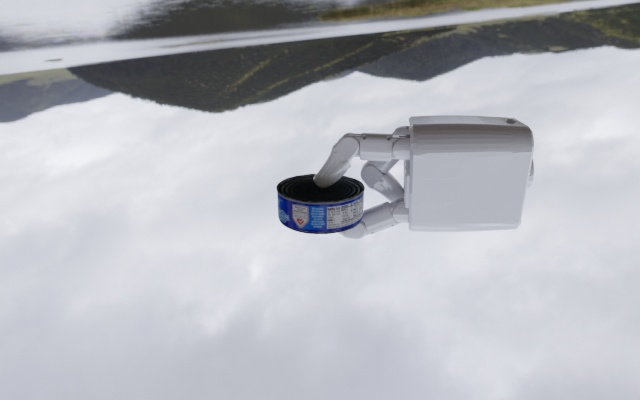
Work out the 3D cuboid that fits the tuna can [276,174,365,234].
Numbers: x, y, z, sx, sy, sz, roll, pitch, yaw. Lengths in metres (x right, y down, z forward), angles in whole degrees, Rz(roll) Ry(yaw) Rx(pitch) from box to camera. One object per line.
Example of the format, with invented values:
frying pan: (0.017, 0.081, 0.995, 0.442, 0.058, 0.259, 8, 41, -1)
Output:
tuna can: (0.000, 0.002, 0.469, 0.086, 0.034, 0.086, 0, 20, 0)
